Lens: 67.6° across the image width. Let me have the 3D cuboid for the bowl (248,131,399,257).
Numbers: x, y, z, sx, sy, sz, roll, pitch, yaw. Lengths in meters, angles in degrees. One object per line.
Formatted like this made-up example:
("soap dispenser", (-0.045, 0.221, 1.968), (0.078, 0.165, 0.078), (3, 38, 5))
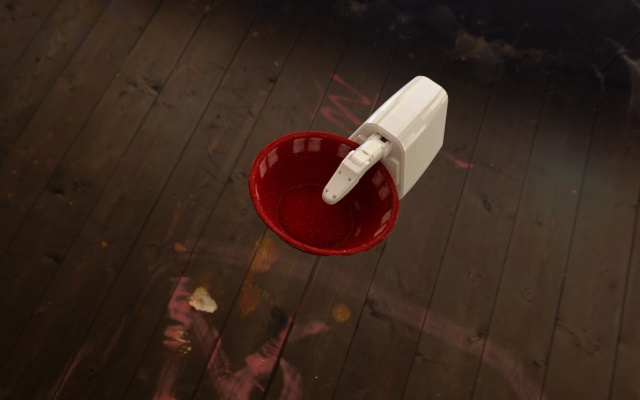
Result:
("bowl", (-0.001, 0.002, 0.519), (0.162, 0.162, 0.055), (0, -35, -16))
